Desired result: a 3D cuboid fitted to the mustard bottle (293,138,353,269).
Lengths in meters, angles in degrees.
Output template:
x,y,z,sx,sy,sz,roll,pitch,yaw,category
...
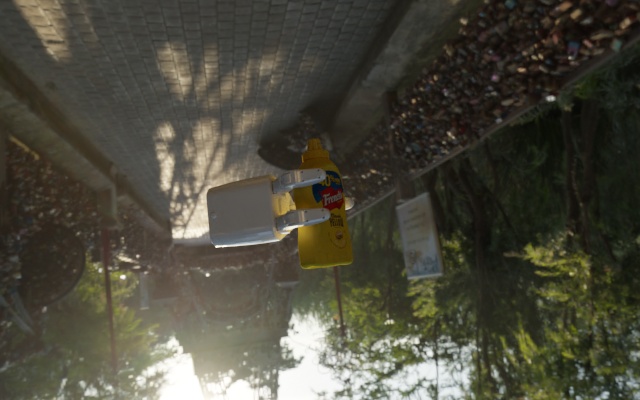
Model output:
x,y,z,sx,sy,sz,roll,pitch,yaw,category
0.000,0.003,0.709,0.058,0.191,0.096,-14,-11,37,mustard bottle
